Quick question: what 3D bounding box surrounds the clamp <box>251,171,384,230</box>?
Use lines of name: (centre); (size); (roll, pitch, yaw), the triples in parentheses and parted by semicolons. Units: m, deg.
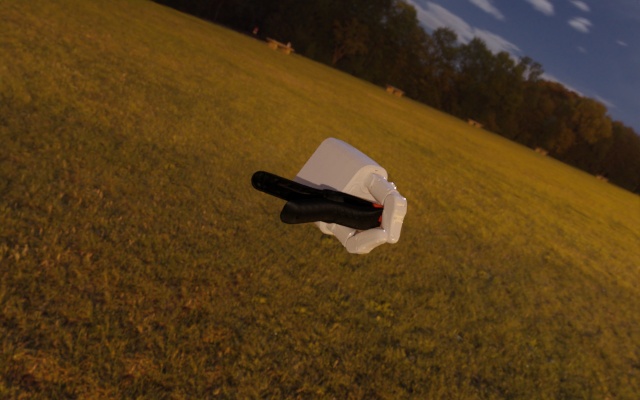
clamp: (0.001, 0.001, 0.578); (0.171, 0.039, 0.120); (11, 22, -38)
